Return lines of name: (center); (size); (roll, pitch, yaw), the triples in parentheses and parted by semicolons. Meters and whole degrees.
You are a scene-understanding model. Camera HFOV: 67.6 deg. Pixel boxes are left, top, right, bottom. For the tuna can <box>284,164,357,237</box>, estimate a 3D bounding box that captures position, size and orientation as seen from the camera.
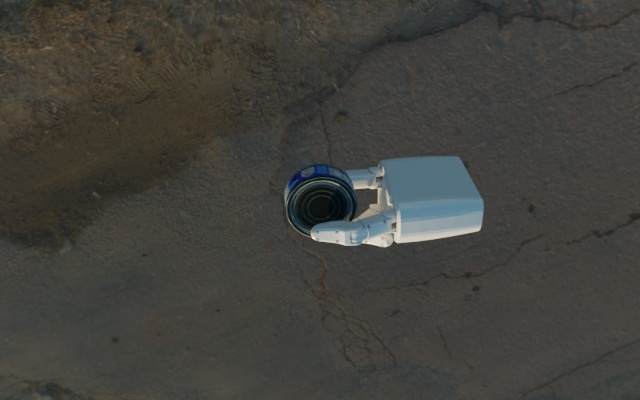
tuna can: (0.000, 0.002, 0.566); (0.086, 0.086, 0.033); (0, 29, -4)
